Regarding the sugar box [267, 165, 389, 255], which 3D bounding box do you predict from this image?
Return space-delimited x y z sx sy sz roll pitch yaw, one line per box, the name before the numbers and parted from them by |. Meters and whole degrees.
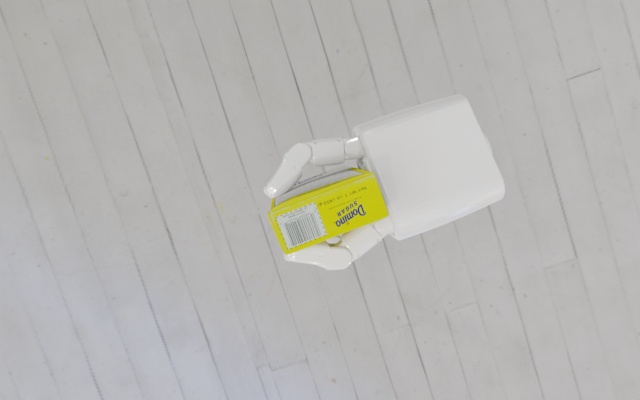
sugar box | 0.000 0.002 0.466 0.093 0.048 0.176 -20 5 -1
